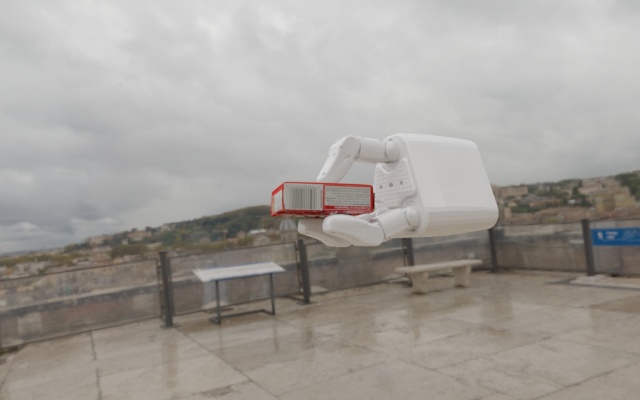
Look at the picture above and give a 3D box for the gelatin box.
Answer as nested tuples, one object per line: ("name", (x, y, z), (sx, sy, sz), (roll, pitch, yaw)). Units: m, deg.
("gelatin box", (0.000, 0.001, 0.472), (0.089, 0.030, 0.073), (2, -6, -14))
